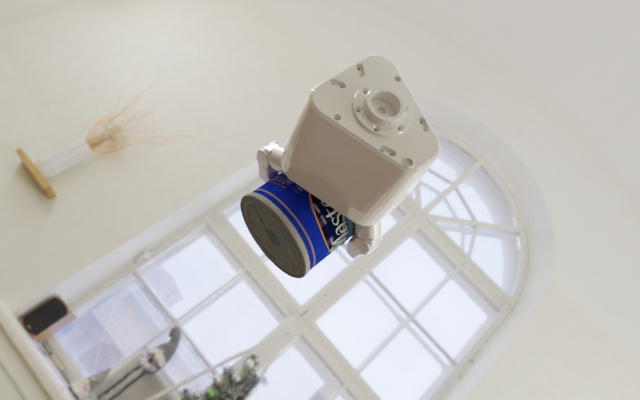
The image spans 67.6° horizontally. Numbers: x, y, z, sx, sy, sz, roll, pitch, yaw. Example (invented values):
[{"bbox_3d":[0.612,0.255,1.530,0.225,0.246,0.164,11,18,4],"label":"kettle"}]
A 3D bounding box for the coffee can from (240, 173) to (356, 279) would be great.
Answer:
[{"bbox_3d":[0.000,0.002,0.516,0.140,0.103,0.103,-36,18,-27],"label":"coffee can"}]
